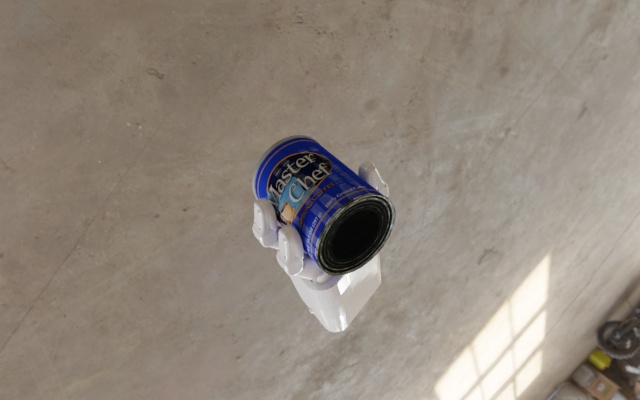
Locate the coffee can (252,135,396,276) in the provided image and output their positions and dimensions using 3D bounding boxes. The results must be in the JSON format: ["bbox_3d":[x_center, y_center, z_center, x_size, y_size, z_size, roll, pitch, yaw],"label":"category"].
[{"bbox_3d":[0.000,0.002,0.539,0.103,0.103,0.140,0,31,-40],"label":"coffee can"}]
